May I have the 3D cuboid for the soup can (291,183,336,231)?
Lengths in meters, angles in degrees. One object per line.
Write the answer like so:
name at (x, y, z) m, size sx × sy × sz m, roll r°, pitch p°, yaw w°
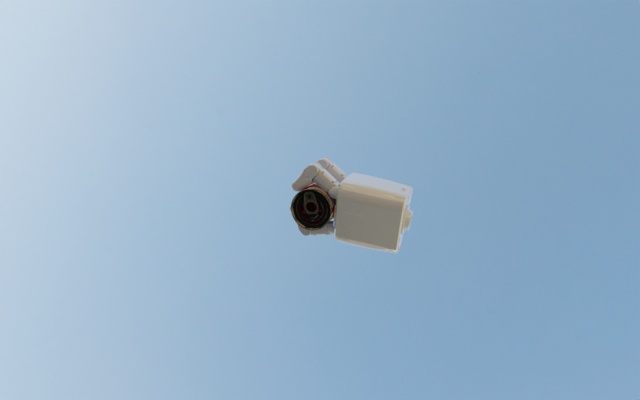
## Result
soup can at (0.000, 0.003, 0.798) m, size 0.068 × 0.068 × 0.102 m, roll 0°, pitch 14°, yaw 19°
